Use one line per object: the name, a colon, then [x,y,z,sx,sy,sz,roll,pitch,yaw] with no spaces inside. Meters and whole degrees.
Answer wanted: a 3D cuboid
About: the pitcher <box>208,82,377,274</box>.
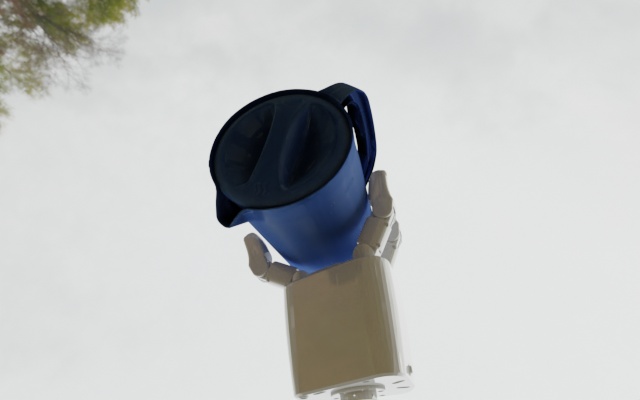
pitcher: [0.000,0.002,0.513,0.149,0.145,0.243,-13,-33,10]
